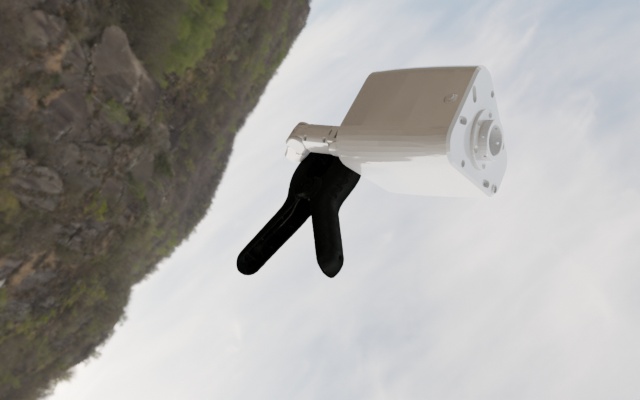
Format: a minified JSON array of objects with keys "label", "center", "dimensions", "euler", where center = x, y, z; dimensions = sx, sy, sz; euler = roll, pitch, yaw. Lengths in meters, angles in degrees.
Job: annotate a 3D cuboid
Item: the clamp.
[{"label":"clamp","center":[0.000,0.002,0.440],"dimensions":[0.120,0.171,0.039],"euler":[8,-29,42]}]
